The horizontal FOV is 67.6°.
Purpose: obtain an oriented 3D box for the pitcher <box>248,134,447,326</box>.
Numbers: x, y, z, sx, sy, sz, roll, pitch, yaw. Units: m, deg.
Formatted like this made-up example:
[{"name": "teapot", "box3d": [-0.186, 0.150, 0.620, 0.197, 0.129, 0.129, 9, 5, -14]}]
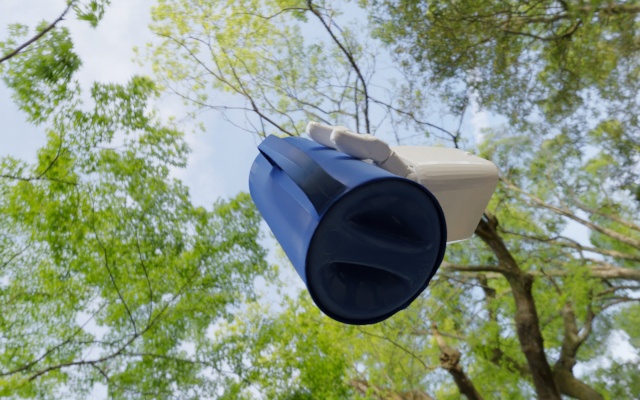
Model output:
[{"name": "pitcher", "box3d": [0.000, 0.002, 0.486, 0.145, 0.149, 0.242, -4, 20, -23]}]
